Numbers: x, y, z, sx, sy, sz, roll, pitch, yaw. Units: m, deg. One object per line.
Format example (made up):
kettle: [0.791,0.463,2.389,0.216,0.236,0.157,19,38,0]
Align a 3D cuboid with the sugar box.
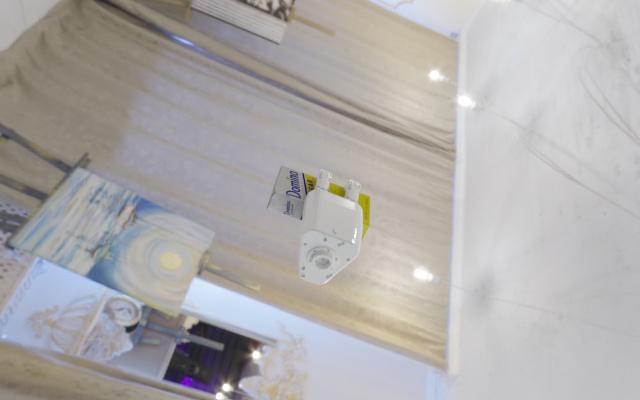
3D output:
sugar box: [0.000,0.002,0.852,0.176,0.048,0.093,21,34,-9]
